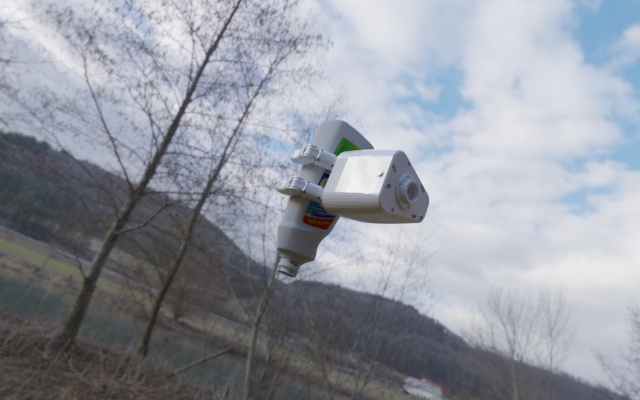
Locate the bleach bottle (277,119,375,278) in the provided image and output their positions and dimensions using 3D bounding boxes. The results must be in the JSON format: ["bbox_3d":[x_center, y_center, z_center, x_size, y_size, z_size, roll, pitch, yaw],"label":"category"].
[{"bbox_3d":[0.000,0.002,0.747,0.068,0.250,0.103,1,-28,48],"label":"bleach bottle"}]
